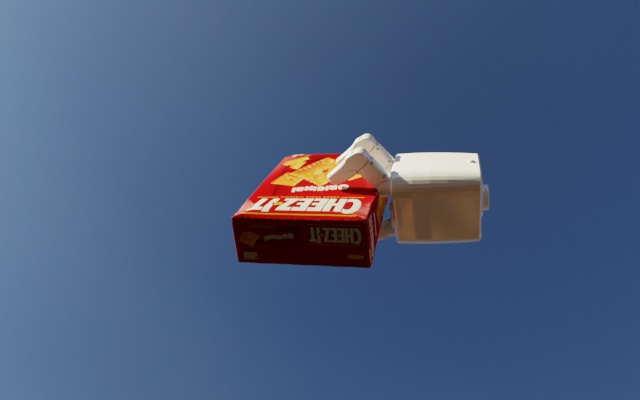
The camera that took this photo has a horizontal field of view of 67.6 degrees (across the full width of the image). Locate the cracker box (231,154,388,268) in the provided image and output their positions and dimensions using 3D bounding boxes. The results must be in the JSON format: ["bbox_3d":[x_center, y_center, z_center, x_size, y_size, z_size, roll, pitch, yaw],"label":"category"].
[{"bbox_3d":[0.000,0.002,0.636,0.164,0.072,0.213,0,24,15],"label":"cracker box"}]
